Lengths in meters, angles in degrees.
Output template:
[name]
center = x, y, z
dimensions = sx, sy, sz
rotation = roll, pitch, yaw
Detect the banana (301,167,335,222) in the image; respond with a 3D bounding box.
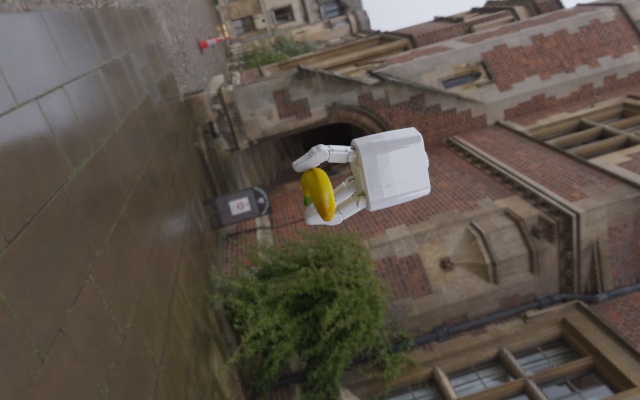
[banana]
center = -0.004, -0.016, 0.739
dimensions = 0.037, 0.069, 0.198
rotation = -12, 8, -7
